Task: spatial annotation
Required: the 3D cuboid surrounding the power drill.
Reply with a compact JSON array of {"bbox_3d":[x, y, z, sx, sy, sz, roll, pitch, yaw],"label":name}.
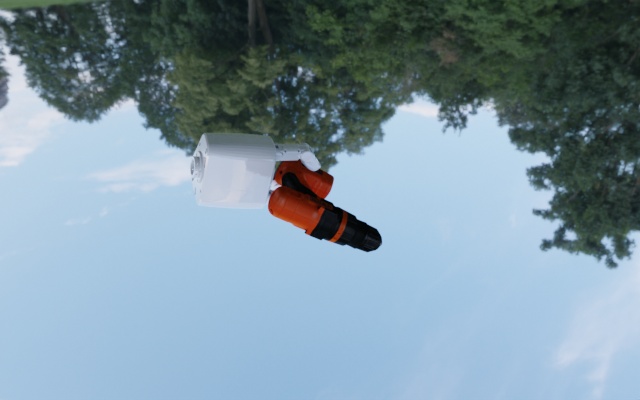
[{"bbox_3d":[0.000,0.002,0.758,0.184,0.057,0.187,25,16,-20],"label":"power drill"}]
